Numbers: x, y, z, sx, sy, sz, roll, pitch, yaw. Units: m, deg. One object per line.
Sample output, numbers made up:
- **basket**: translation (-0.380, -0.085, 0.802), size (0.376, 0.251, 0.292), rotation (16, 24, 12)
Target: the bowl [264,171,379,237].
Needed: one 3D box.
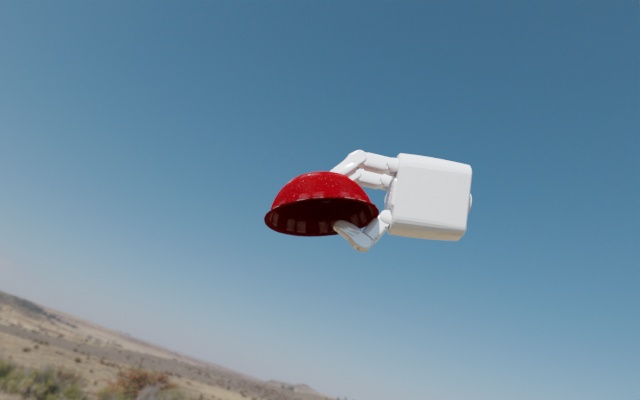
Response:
- **bowl**: translation (-0.001, 0.002, 0.678), size (0.162, 0.055, 0.162), rotation (-4, -21, -2)
